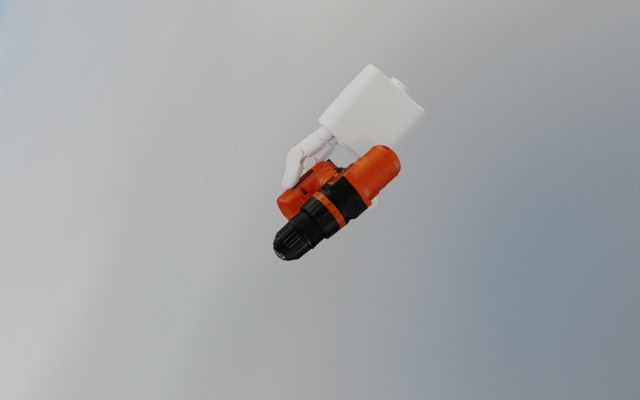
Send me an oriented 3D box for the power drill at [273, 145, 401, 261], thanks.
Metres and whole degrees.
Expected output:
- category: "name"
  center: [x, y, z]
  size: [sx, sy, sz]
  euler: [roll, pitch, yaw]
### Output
- category: "power drill"
  center: [0.000, 0.002, 0.622]
  size: [0.184, 0.057, 0.187]
  euler: [-39, 13, -12]
